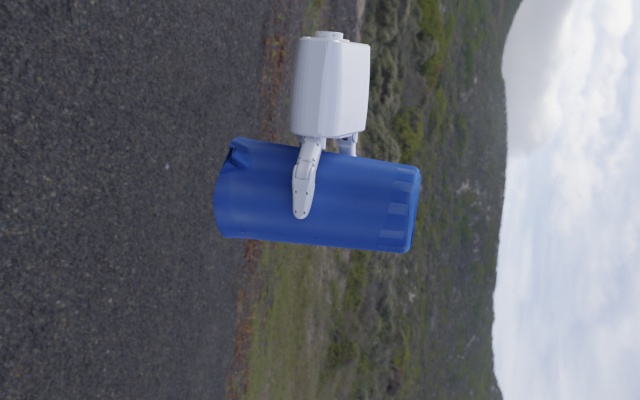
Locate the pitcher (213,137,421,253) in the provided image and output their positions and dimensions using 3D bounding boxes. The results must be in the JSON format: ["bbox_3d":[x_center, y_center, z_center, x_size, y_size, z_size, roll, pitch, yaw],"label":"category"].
[{"bbox_3d":[0.000,0.002,0.614,0.243,0.145,0.149,8,16,11],"label":"pitcher"}]
